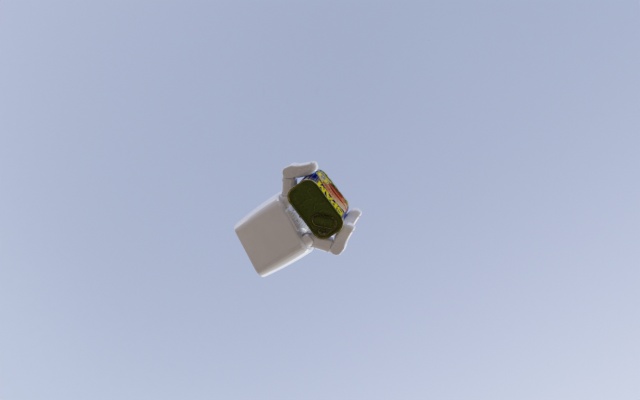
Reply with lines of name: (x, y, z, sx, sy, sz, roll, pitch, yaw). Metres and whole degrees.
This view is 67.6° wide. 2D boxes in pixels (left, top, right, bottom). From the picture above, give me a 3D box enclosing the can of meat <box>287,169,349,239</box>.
can of meat: (0.000, 0.002, 0.802, 0.057, 0.102, 0.084, -35, 8, 20)
